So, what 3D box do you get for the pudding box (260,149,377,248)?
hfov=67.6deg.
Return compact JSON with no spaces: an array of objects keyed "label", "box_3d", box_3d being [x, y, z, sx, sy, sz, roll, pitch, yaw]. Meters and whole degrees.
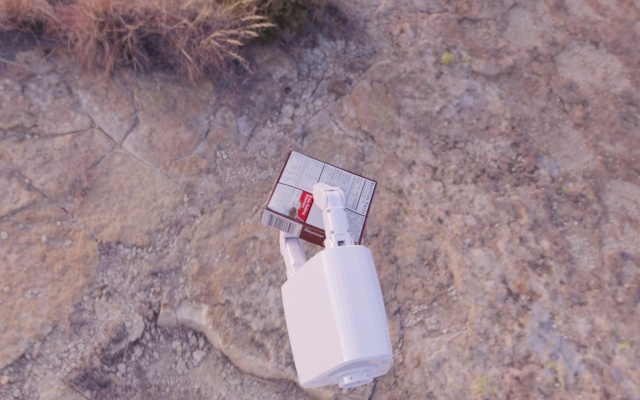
[{"label":"pudding box","box_3d":[0.000,0.002,0.545,0.113,0.090,0.039,22,-33,-2]}]
